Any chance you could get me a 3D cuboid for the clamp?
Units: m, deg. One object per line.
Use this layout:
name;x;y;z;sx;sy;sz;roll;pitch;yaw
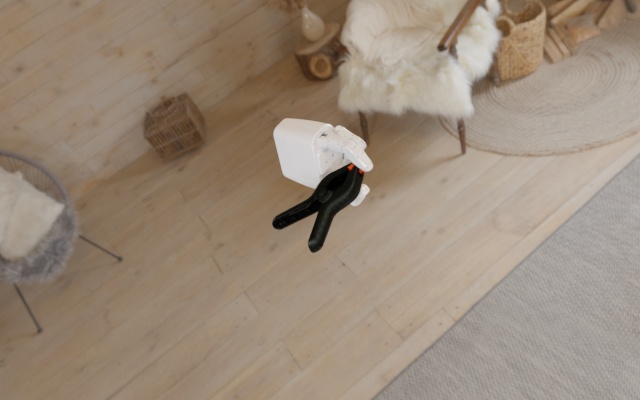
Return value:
clamp;0.000;0.002;0.767;0.120;0.171;0.039;19;-31;40
